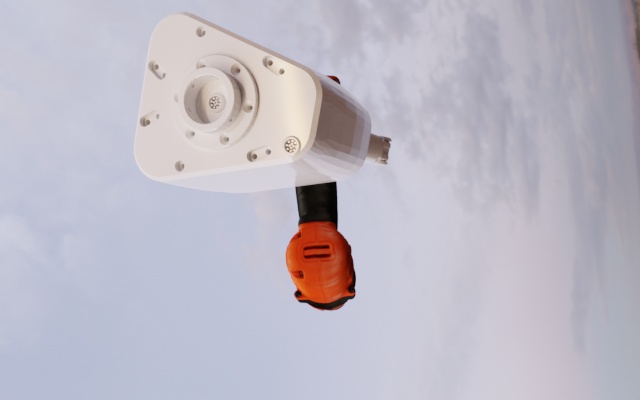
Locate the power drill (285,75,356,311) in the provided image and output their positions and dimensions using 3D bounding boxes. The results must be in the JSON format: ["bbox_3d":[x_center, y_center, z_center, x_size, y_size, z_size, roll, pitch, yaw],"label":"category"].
[{"bbox_3d":[0.000,0.001,0.425,0.057,0.187,0.184,-6,-19,0],"label":"power drill"}]
